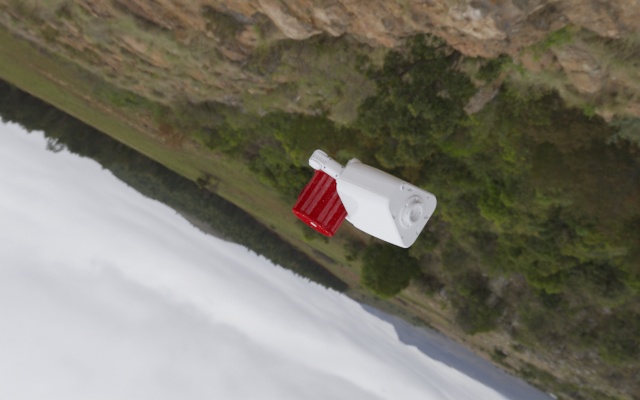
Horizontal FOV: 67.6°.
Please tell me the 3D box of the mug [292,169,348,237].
[{"bbox_3d":[-0.001,0.002,0.796,0.117,0.081,0.093,23,-14,49],"label":"mug"}]
